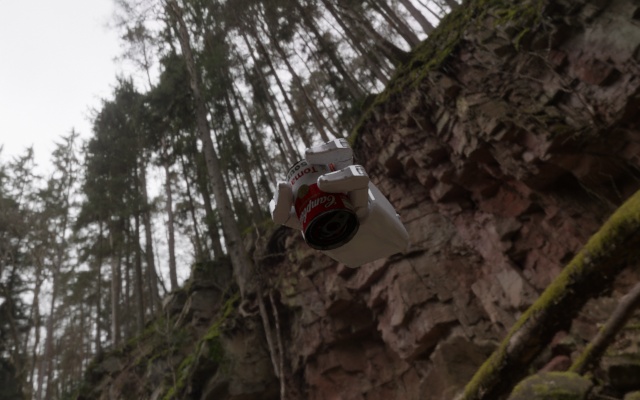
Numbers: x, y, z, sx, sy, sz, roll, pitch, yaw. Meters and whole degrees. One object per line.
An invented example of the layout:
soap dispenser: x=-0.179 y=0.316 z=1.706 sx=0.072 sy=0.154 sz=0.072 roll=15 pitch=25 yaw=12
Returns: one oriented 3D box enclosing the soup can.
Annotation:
soup can: x=0.000 y=0.002 z=0.592 sx=0.068 sy=0.068 sz=0.102 roll=0 pitch=42 yaw=-22
